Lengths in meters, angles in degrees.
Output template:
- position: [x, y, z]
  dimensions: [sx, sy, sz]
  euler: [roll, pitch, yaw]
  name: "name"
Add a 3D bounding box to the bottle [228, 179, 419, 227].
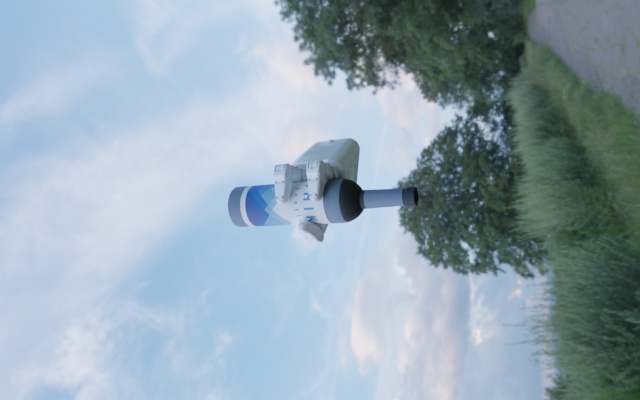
- position: [0.000, 0.002, 0.727]
  dimensions: [0.296, 0.069, 0.069]
  euler: [-3, -2, 24]
  name: "bottle"
